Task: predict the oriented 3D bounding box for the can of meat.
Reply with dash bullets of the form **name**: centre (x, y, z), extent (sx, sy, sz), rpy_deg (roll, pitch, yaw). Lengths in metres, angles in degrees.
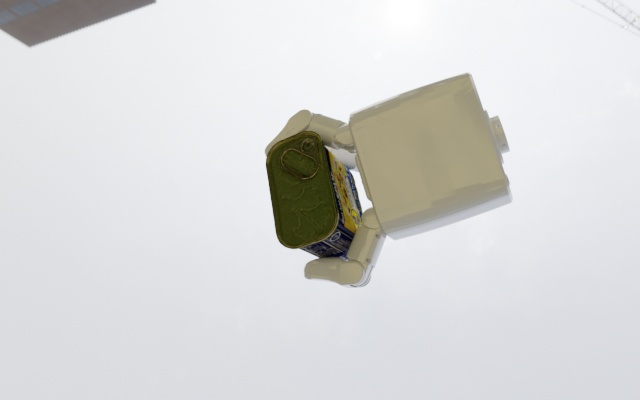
- **can of meat**: centre (0.000, 0.002, 0.433), extent (0.057, 0.102, 0.084), rpy_deg (-21, -25, 19)
